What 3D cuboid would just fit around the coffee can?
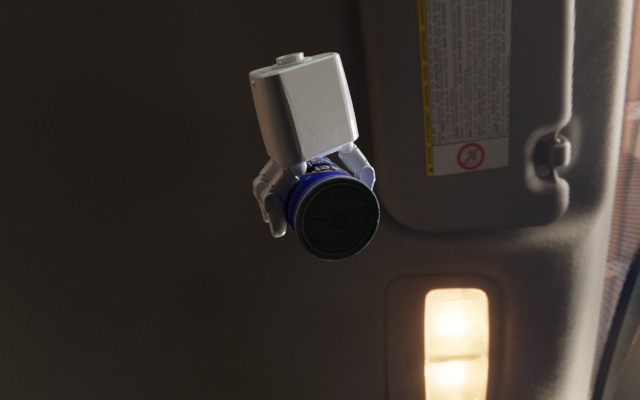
[{"bbox_3d":[0.000,0.002,0.609,0.103,0.103,0.140,0,17,-19],"label":"coffee can"}]
